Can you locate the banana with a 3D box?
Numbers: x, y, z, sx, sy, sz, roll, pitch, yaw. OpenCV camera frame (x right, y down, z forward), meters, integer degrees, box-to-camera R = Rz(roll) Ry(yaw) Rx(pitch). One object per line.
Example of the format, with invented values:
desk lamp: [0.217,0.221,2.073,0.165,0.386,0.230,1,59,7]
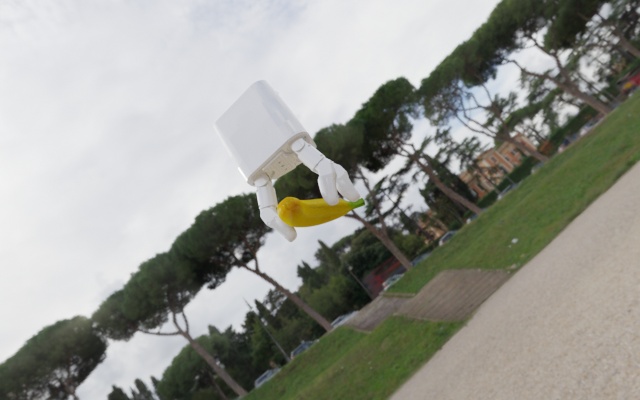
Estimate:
banana: [-0.012,0.012,0.660,0.070,0.037,0.198,-35,-15,28]
